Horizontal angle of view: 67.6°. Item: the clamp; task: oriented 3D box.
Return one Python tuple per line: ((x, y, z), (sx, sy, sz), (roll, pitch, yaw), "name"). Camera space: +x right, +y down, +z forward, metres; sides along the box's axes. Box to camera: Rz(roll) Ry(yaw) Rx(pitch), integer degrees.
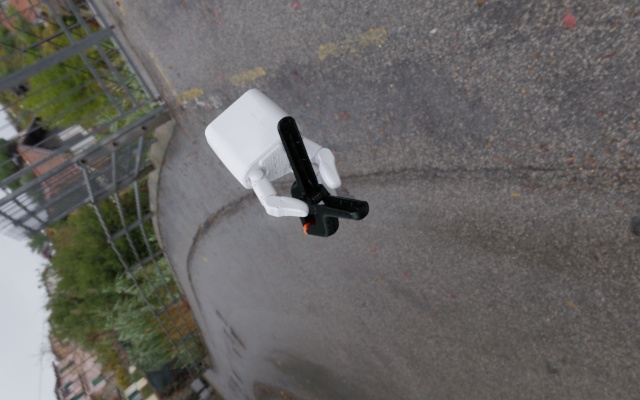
((-0.001, 0.003, 0.653), (0.036, 0.164, 0.210), (-33, -26, -19), "clamp")
